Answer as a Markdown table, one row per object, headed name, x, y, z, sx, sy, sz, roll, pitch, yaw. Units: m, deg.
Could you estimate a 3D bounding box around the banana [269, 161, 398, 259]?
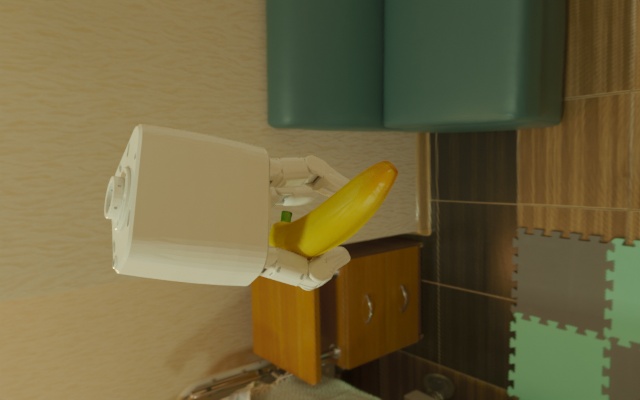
| name | x | y | z | sx | sy | sz | roll | pitch | yaw |
| --- | --- | --- | --- | --- | --- | --- | --- | --- | --- |
| banana | -0.006 | 0.019 | 0.425 | 0.037 | 0.069 | 0.198 | 24 | -23 | -25 |
